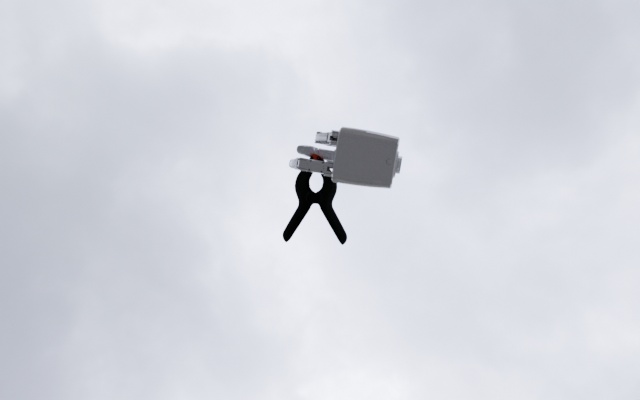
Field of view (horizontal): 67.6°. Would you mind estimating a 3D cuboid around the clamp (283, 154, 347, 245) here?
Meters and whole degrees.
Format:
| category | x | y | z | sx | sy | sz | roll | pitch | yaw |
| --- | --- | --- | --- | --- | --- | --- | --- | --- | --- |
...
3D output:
| category | x | y | z | sx | sy | sz | roll | pitch | yaw |
| --- | --- | --- | --- | --- | --- | --- | --- | --- | --- |
| clamp | 0.000 | 0.003 | 0.881 | 0.120 | 0.171 | 0.039 | 10 | 4 | 5 |
